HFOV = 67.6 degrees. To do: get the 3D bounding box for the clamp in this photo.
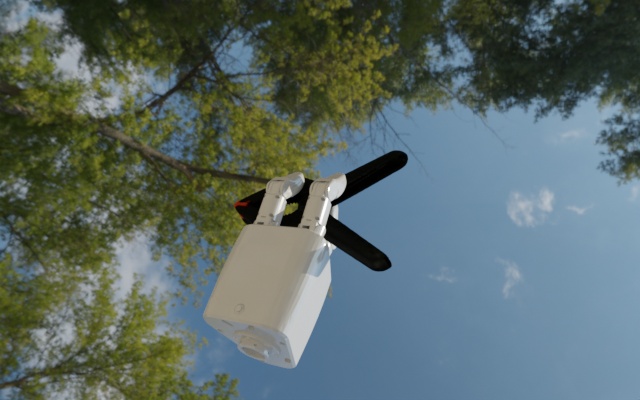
[{"bbox_3d":[0.000,0.003,0.558,0.210,0.164,0.036,3,-41,26],"label":"clamp"}]
